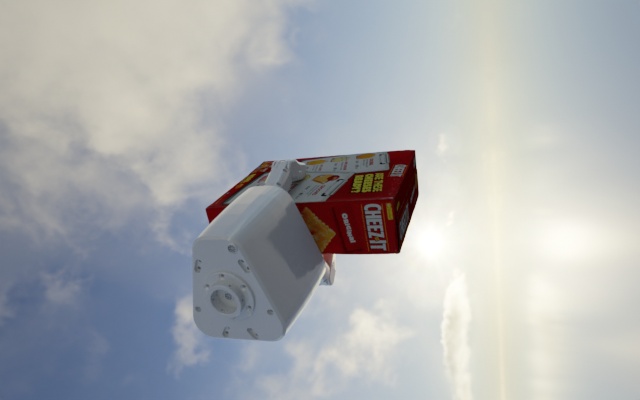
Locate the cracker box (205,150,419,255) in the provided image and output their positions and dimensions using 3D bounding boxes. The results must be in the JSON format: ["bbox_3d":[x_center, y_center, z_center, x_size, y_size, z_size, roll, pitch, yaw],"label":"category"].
[{"bbox_3d":[0.000,0.002,0.571,0.214,0.072,0.164,-2,22,20],"label":"cracker box"}]
